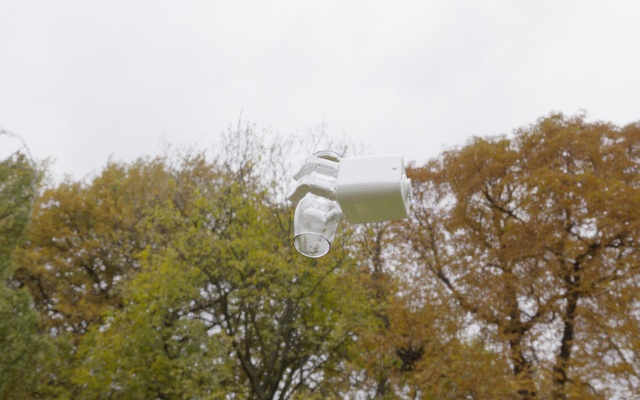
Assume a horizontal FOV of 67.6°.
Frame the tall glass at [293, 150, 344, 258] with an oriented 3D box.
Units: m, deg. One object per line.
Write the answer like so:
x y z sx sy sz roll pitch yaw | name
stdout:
0.000 0.002 0.837 0.079 0.079 0.200 6 46 6 | tall glass
